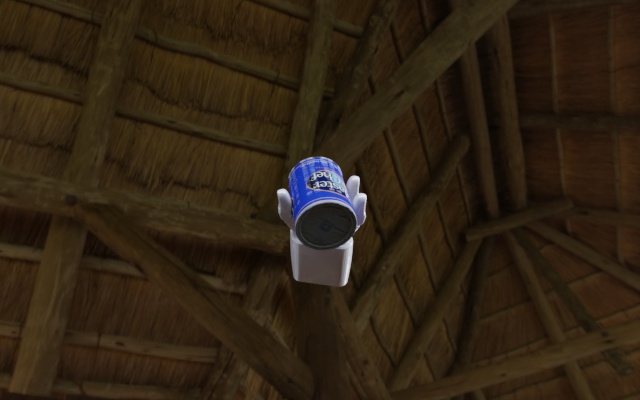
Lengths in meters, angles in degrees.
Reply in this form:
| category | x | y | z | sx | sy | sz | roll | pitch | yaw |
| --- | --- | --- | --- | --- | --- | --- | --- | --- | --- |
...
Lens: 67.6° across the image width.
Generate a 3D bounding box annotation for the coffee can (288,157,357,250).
| category | x | y | z | sx | sy | sz | roll | pitch | yaw |
| --- | --- | --- | --- | --- | --- | --- | --- | --- | --- |
| coffee can | 0.000 | 0.003 | 0.834 | 0.103 | 0.103 | 0.140 | 0 | 36 | -10 |
